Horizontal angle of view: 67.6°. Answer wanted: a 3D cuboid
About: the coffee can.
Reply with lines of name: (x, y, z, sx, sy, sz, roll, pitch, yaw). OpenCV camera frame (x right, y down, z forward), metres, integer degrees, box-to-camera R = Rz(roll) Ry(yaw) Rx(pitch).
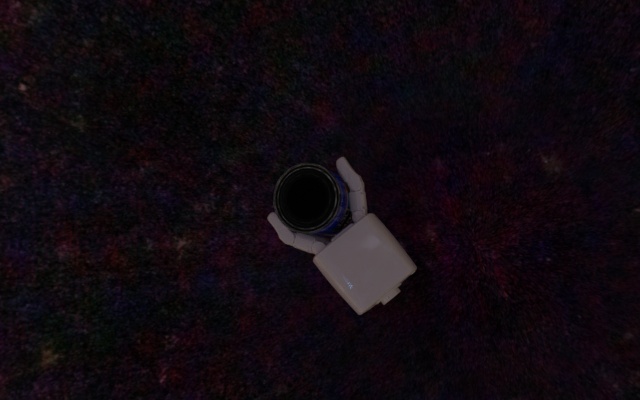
coffee can: (0.000, 0.002, 0.749, 0.103, 0.103, 0.140, 0, -5, 18)
